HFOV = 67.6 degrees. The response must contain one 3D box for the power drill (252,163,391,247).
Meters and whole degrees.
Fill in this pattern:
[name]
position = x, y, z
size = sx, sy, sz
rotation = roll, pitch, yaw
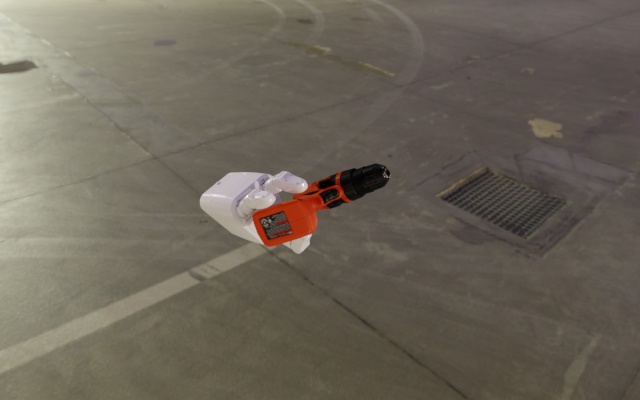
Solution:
[power drill]
position = 0.000, 0.003, 0.734
size = 0.184, 0.057, 0.187
rotation = -20, 6, 34
